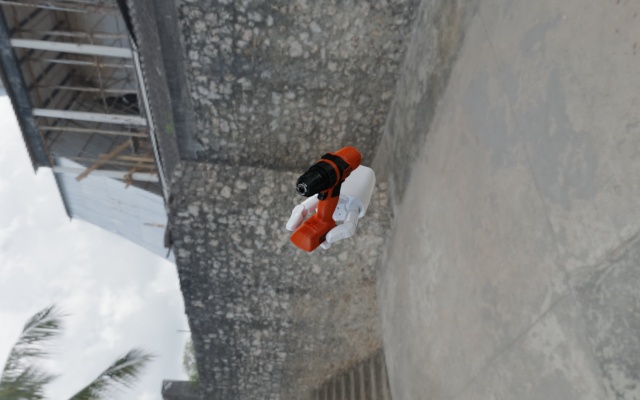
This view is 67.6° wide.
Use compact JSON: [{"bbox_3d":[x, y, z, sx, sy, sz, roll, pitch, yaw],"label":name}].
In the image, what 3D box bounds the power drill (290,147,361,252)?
[{"bbox_3d":[0.000,0.003,0.881,0.057,0.188,0.184,32,36,19],"label":"power drill"}]
